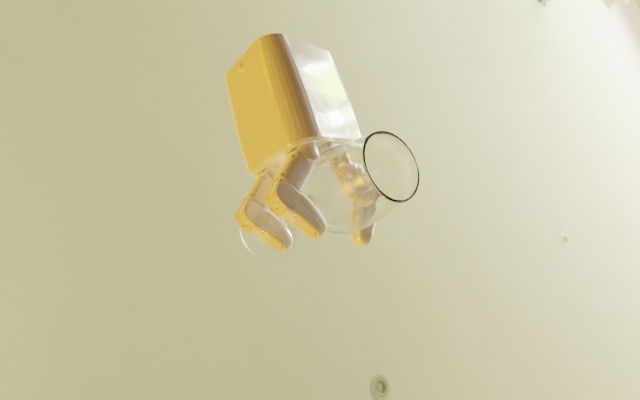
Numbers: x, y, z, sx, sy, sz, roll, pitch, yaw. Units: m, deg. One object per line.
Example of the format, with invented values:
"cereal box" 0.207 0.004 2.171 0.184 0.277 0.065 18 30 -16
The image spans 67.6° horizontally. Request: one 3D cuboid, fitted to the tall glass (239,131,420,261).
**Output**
"tall glass" 0.000 0.002 0.458 0.079 0.079 0.201 0 -17 -38
